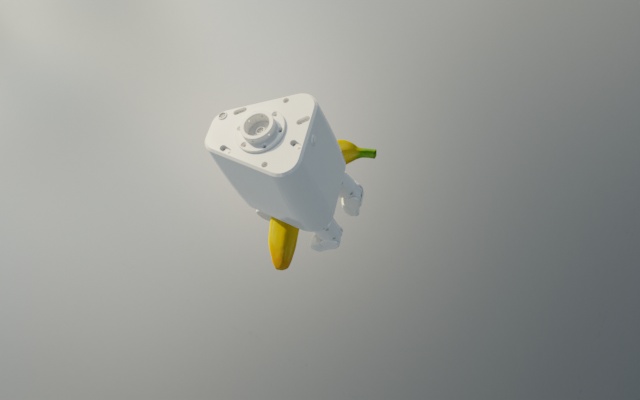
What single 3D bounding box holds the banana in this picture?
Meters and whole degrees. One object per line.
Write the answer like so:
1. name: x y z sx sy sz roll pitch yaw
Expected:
1. banana: -0.013 -0.010 0.578 0.069 0.197 0.037 31 -19 21
